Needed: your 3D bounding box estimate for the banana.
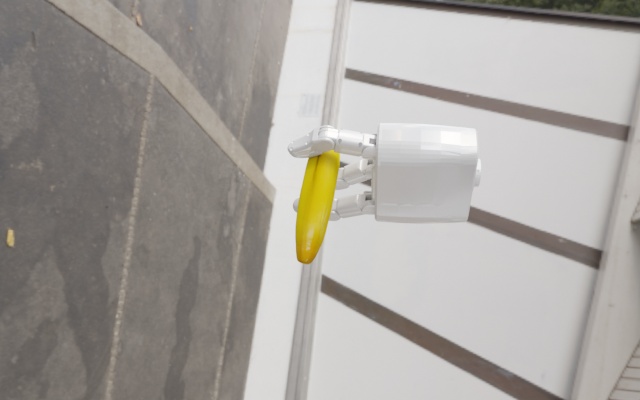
[{"bbox_3d":[0.000,-0.015,0.538,0.037,0.070,0.197,4,35,6],"label":"banana"}]
